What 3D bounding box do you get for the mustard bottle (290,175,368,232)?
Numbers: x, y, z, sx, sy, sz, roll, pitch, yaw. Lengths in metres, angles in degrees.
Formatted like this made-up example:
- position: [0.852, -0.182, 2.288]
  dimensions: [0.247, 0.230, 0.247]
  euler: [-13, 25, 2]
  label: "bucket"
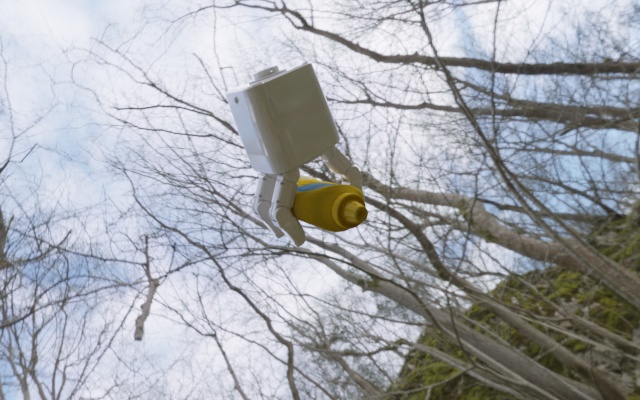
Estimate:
- position: [0.000, 0.002, 0.612]
  dimensions: [0.096, 0.058, 0.191]
  euler: [-1, 8, -29]
  label: "mustard bottle"
